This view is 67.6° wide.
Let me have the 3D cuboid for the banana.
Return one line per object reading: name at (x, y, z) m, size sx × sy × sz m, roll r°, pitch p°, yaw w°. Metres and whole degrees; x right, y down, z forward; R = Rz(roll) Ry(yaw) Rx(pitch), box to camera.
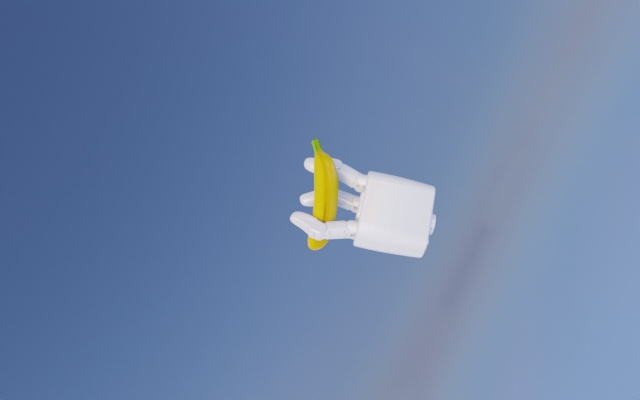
banana at (0.003, 0.009, 0.738) m, size 0.037 × 0.198 × 0.069 m, roll -1°, pitch 30°, yaw -10°
